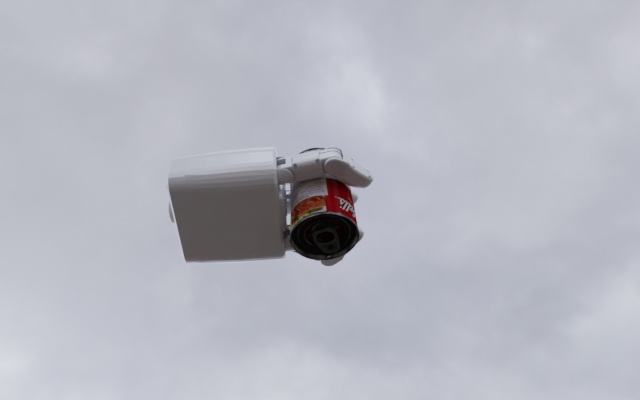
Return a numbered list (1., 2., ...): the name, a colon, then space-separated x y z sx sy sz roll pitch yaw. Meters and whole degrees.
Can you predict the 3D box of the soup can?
1. soup can: 0.001 0.001 0.497 0.068 0.069 0.102 0 44 -6
